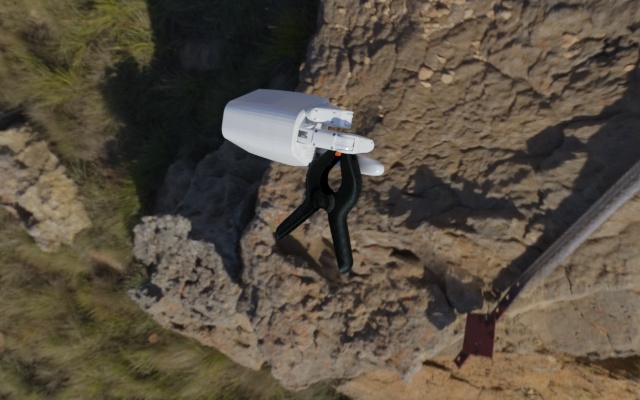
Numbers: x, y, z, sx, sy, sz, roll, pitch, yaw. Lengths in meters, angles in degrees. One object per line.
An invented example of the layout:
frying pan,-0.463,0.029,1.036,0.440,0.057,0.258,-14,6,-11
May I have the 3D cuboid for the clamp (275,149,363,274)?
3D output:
clamp,0.000,0.002,0.635,0.120,0.171,0.039,14,12,19
